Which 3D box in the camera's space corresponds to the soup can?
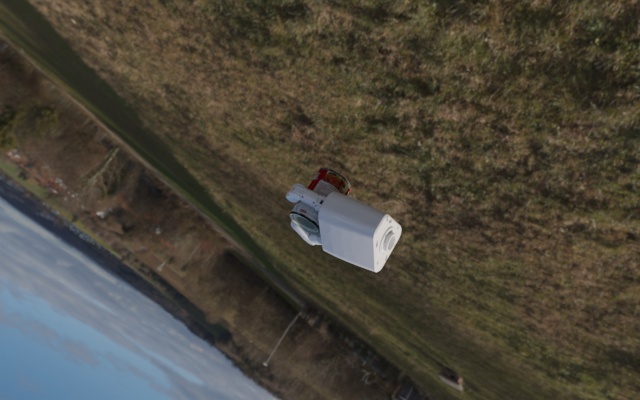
[{"bbox_3d":[0.000,0.003,0.838,0.068,0.102,0.068,29,-21,12],"label":"soup can"}]
